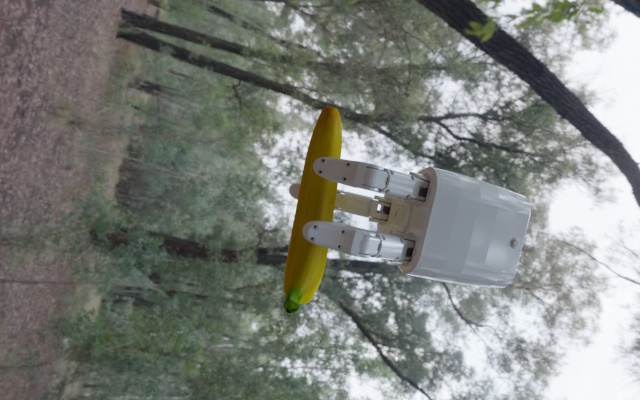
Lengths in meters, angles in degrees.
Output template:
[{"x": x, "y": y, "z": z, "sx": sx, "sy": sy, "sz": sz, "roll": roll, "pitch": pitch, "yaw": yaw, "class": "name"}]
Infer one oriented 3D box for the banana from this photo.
[{"x": -0.004, "y": 0.011, "z": 0.444, "sx": 0.037, "sy": 0.197, "sz": 0.070, "roll": 12, "pitch": -22, "yaw": -7, "class": "banana"}]
